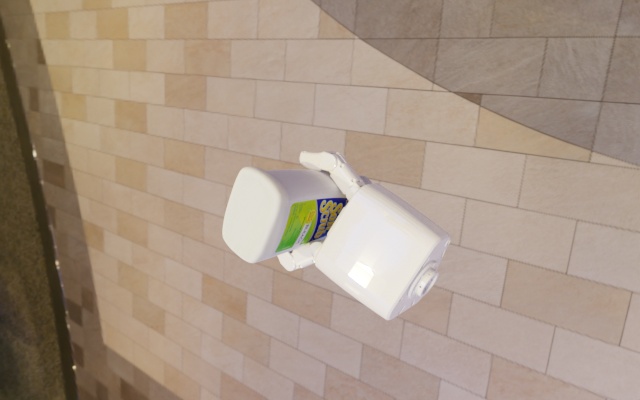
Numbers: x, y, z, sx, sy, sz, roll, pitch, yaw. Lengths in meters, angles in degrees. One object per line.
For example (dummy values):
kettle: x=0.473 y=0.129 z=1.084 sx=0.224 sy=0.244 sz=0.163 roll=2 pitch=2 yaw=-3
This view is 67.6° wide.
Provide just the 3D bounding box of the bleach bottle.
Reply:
bleach bottle: x=0.000 y=0.002 z=0.588 sx=0.068 sy=0.103 sz=0.251 roll=36 pitch=28 yaw=28
